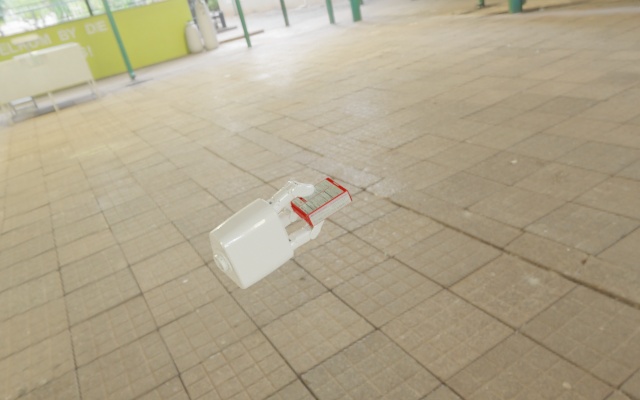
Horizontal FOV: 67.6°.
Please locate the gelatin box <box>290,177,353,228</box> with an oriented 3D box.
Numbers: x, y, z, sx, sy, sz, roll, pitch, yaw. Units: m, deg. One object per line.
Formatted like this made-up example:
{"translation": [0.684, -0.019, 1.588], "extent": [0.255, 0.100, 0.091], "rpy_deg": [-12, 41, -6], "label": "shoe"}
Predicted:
{"translation": [0.000, 0.002, 0.843], "extent": [0.089, 0.030, 0.073], "rpy_deg": [-34, 32, -13], "label": "gelatin box"}
